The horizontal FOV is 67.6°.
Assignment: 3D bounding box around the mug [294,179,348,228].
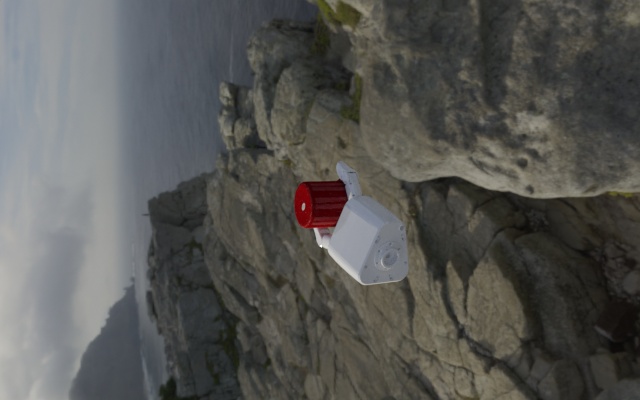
[{"bbox_3d":[-0.001,0.002,0.849,0.081,0.093,0.117,-2,20,-25],"label":"mug"}]
